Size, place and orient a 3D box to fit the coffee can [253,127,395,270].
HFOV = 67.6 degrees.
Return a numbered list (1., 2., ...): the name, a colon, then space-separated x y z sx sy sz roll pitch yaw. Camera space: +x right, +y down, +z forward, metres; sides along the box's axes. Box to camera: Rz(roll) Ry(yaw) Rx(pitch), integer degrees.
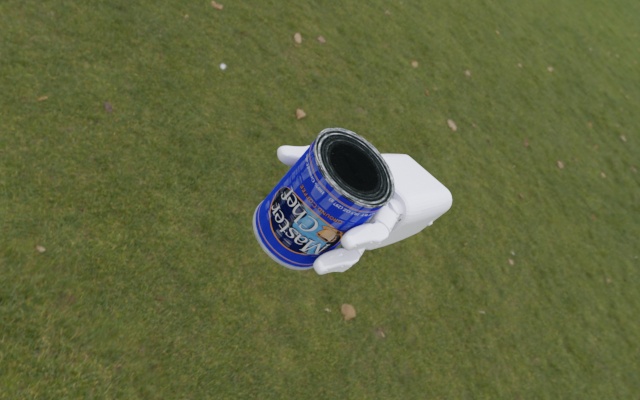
1. coffee can: 0.000 0.002 0.540 0.103 0.102 0.140 0 -33 -39
